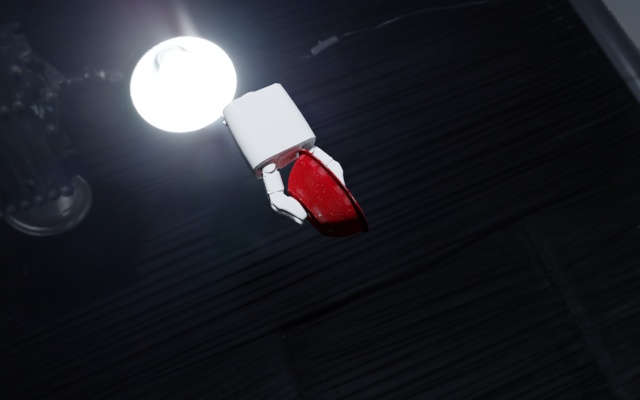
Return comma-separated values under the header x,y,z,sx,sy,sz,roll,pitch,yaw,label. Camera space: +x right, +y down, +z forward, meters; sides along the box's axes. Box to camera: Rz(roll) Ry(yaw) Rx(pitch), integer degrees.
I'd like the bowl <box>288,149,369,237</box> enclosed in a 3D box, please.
x,y,z,sx,sy,sz,roll,pitch,yaw,label
0.001,0.004,0.721,0.055,0.162,0.162,-40,8,-10,bowl
